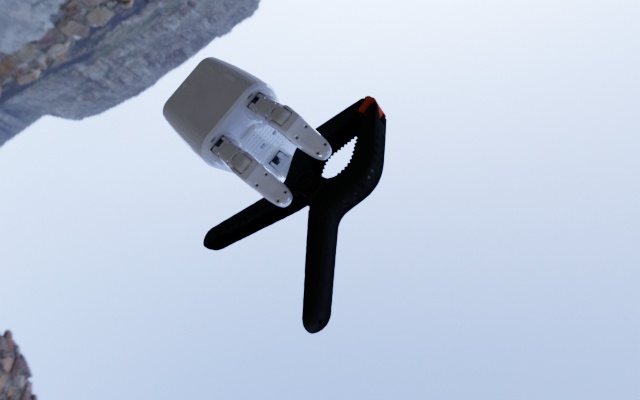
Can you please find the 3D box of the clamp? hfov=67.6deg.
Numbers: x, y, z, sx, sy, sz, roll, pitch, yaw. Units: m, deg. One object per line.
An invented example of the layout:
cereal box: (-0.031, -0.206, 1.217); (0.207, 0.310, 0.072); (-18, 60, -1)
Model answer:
clamp: (0.001, 0.001, 0.429); (0.164, 0.210, 0.036); (38, -3, 39)
